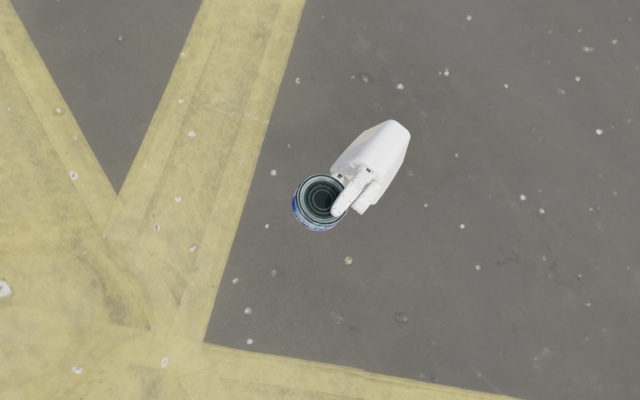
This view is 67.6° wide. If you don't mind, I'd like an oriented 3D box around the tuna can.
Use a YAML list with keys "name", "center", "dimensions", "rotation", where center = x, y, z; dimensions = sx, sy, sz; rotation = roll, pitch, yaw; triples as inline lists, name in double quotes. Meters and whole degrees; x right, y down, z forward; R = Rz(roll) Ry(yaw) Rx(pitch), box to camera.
- name: "tuna can"
  center: [0.000, 0.002, 0.743]
  dimensions: [0.086, 0.086, 0.034]
  rotation: [0, -15, -17]
